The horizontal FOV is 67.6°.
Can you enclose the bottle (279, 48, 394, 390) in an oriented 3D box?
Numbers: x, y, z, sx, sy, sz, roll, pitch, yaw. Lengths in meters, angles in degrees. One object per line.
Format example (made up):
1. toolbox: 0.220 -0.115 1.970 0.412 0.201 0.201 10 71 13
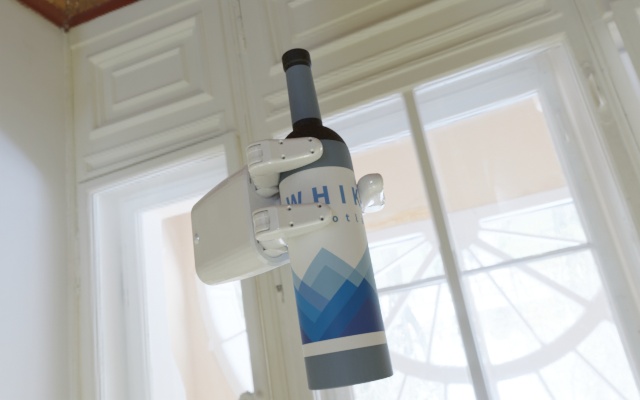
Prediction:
1. bottle: 0.000 0.002 0.410 0.069 0.295 0.069 -9 -17 -3
